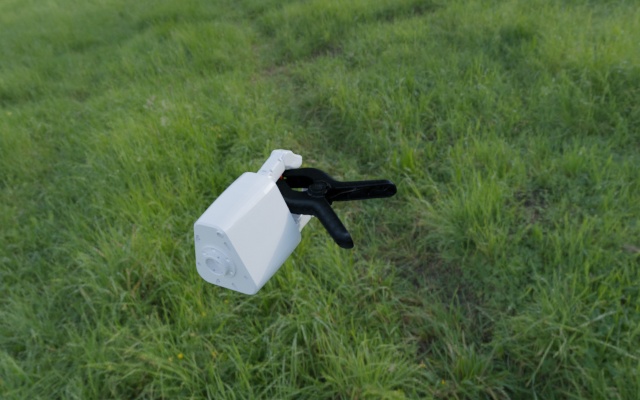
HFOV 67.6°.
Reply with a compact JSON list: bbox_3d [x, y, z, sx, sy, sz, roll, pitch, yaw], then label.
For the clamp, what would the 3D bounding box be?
[{"bbox_3d":[0.000,0.001,0.617,0.171,0.039,0.120,11,40,26],"label":"clamp"}]
